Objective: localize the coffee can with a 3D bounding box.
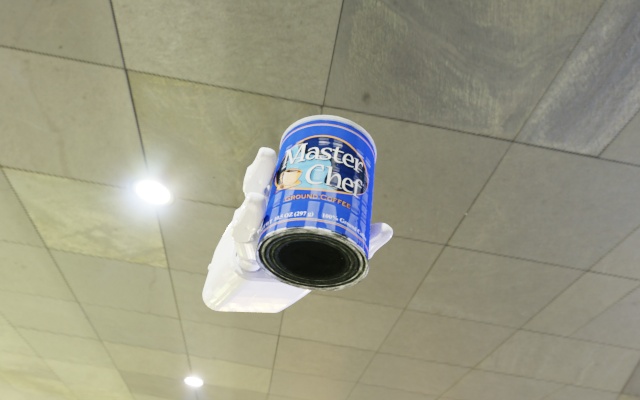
[{"bbox_3d":[0.000,0.001,0.466,0.103,0.140,0.103,5,-39,4],"label":"coffee can"}]
